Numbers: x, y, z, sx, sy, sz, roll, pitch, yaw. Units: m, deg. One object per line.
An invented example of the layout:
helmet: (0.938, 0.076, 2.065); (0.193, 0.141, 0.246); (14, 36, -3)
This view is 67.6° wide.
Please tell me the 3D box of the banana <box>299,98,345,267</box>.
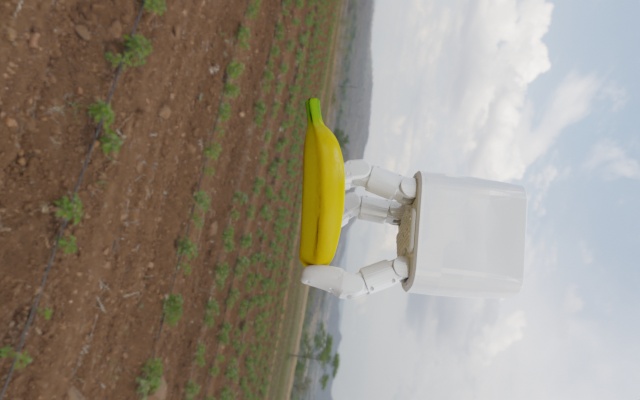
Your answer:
banana: (0.000, 0.011, 0.432); (0.037, 0.198, 0.069); (2, 41, -2)
